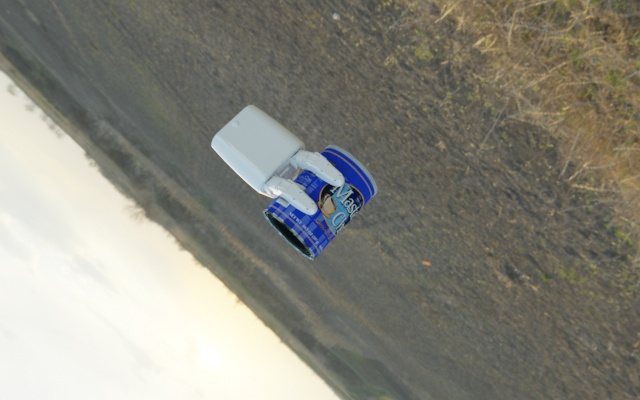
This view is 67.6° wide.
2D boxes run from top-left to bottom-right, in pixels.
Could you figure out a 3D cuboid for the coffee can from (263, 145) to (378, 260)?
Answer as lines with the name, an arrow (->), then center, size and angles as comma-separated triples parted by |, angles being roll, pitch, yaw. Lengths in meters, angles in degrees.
coffee can -> 0.000, 0.002, 0.703 | 0.140, 0.103, 0.103 | -46, 14, -14
